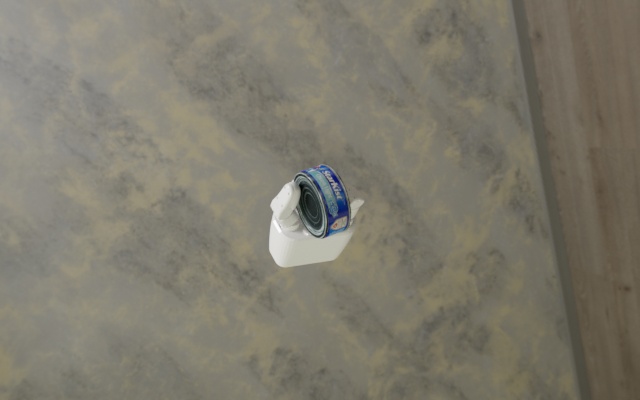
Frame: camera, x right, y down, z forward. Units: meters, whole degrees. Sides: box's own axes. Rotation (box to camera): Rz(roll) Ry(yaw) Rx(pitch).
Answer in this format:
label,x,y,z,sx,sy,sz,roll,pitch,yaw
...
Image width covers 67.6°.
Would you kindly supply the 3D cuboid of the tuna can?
label,x,y,z,sx,sy,sz,roll,pitch,yaw
tuna can,0.000,0.002,0.572,0.034,0.086,0.086,-19,8,-24
